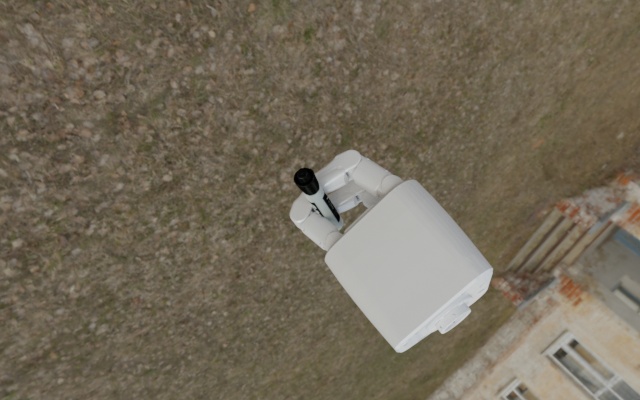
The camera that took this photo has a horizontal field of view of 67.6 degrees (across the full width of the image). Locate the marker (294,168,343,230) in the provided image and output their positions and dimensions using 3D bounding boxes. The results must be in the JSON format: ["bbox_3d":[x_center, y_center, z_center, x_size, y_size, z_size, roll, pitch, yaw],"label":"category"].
[{"bbox_3d":[0.000,0.001,0.453,0.020,0.020,0.121,0,-23,16],"label":"marker"}]
